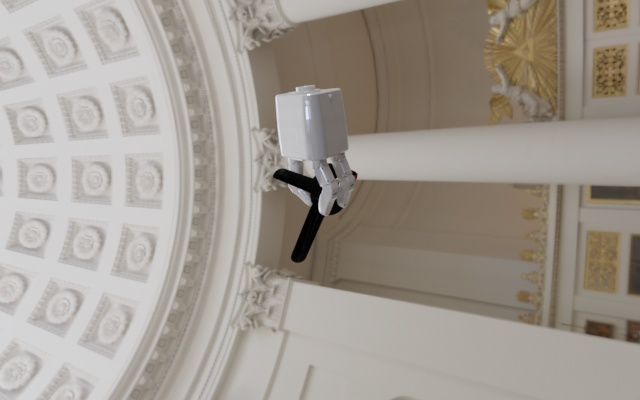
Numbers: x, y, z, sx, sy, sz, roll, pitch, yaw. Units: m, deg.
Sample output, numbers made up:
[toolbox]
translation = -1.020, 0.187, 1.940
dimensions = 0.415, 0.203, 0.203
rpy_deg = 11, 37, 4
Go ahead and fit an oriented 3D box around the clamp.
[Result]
[clamp]
translation = 0.000, 0.002, 0.834
dimensions = 0.036, 0.165, 0.210
rpy_deg = 8, 22, 36
